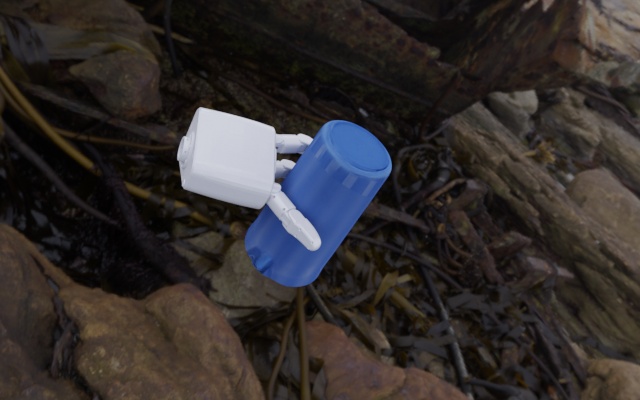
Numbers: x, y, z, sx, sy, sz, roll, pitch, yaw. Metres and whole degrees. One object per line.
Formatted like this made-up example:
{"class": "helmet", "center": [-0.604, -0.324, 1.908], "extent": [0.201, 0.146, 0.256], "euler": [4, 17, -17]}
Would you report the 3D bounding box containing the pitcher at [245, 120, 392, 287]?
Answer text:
{"class": "pitcher", "center": [0.000, 0.002, 0.697], "extent": [0.145, 0.149, 0.243], "euler": [15, -48, -25]}
